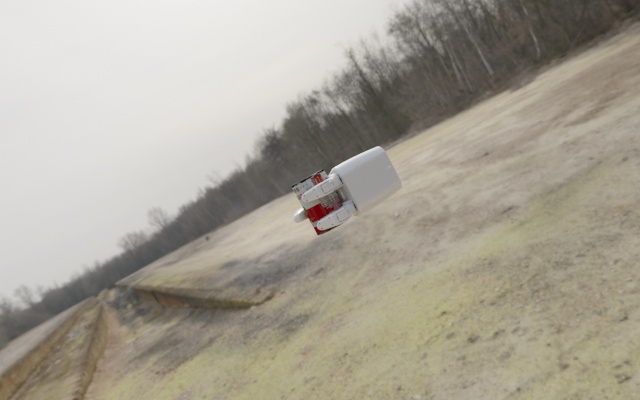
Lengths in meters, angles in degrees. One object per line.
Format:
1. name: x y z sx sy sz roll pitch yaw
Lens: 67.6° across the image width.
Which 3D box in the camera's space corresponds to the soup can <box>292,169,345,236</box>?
1. soup can: 0.000 0.003 0.864 0.068 0.102 0.068 -28 3 2
